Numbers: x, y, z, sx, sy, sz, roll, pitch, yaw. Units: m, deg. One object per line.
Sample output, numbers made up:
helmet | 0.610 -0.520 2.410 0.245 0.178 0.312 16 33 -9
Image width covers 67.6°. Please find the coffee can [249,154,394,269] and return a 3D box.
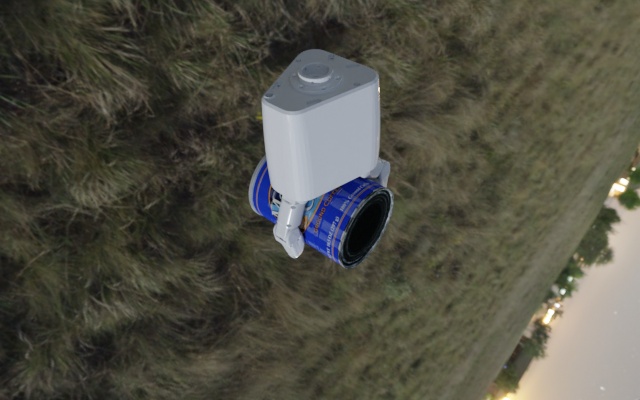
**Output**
coffee can | 0.000 0.002 0.567 0.140 0.103 0.103 29 15 28
